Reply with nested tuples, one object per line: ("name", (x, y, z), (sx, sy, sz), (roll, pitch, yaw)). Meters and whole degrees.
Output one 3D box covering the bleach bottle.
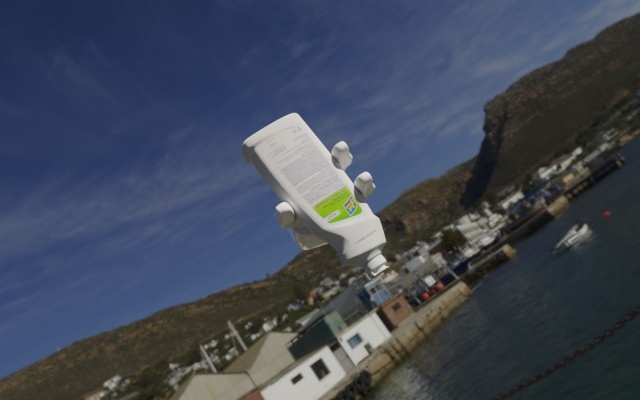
("bleach bottle", (0.000, 0.002, 0.655), (0.102, 0.250, 0.068), (-33, -16, -12))
